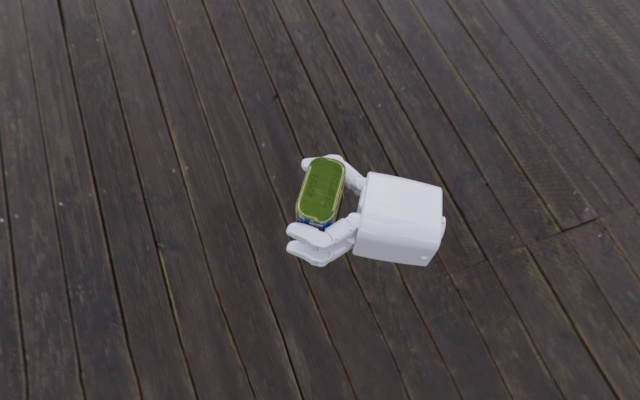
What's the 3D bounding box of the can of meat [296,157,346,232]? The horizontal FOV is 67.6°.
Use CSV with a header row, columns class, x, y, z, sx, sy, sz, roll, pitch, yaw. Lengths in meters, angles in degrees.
class,x,y,z,sx,sy,sz,roll,pitch,yaw
can of meat,0.000,0.002,0.656,0.057,0.102,0.084,14,-27,5
